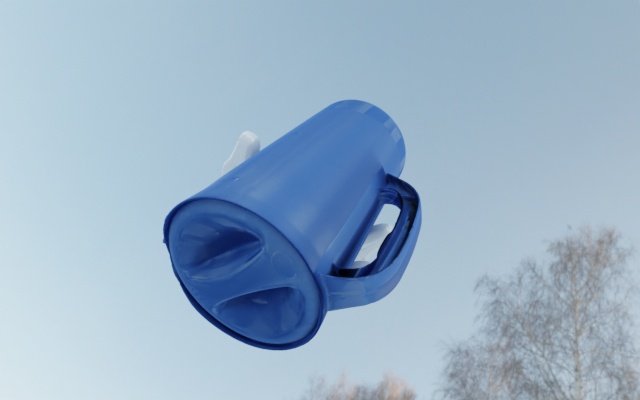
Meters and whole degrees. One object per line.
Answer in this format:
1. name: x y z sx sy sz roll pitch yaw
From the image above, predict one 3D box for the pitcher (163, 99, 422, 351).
1. pitcher: 0.000 0.001 0.416 0.145 0.149 0.242 -47 1 41
